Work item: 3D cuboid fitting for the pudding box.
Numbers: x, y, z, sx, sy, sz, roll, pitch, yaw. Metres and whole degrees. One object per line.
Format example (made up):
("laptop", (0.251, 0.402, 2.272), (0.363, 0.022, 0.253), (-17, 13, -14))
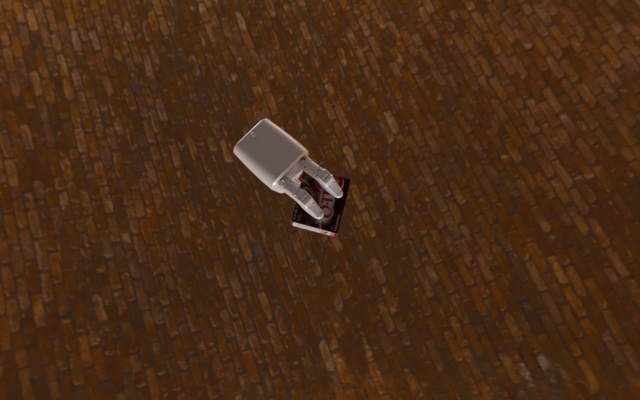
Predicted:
("pudding box", (0.000, 0.003, 0.890), (0.090, 0.113, 0.039), (15, -16, -1))
